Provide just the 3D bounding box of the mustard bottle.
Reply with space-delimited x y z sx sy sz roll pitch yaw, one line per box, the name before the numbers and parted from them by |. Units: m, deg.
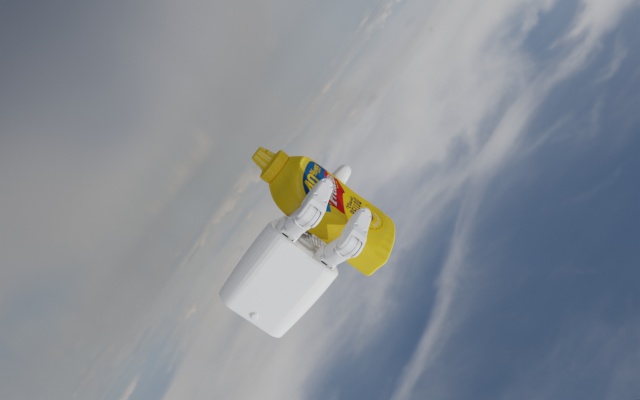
mustard bottle | 0.001 0.002 0.566 0.191 0.058 0.096 37 34 -12
